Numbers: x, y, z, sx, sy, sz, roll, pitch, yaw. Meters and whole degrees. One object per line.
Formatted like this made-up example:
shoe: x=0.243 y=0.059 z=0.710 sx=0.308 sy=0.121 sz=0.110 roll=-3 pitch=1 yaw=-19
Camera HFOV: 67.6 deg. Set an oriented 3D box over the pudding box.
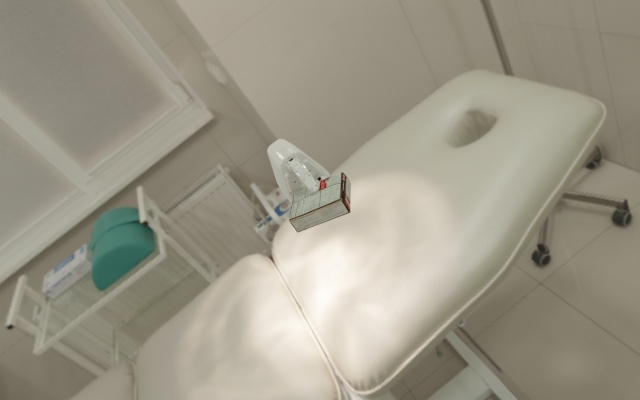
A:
pudding box: x=0.000 y=0.003 z=0.887 sx=0.113 sy=0.039 sz=0.090 roll=-24 pitch=33 yaw=21
